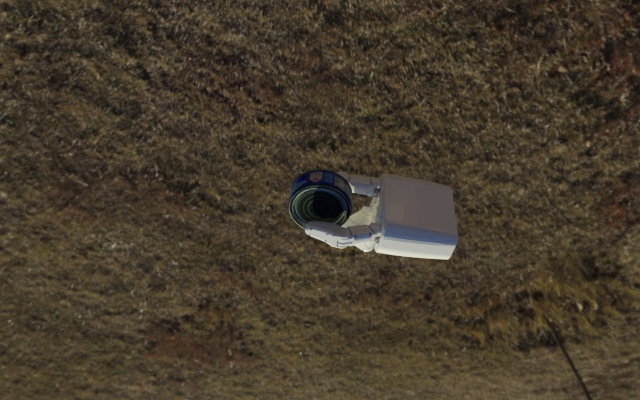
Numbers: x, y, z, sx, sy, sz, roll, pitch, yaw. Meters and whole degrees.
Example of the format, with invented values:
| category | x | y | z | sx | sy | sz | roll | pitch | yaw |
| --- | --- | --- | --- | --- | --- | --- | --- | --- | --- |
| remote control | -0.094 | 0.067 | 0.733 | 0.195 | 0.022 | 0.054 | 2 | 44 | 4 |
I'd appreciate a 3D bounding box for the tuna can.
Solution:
| category | x | y | z | sx | sy | sz | roll | pitch | yaw |
| --- | --- | --- | --- | --- | --- | --- | --- | --- | --- |
| tuna can | 0.000 | 0.002 | 0.640 | 0.086 | 0.086 | 0.033 | 0 | 39 | 5 |
